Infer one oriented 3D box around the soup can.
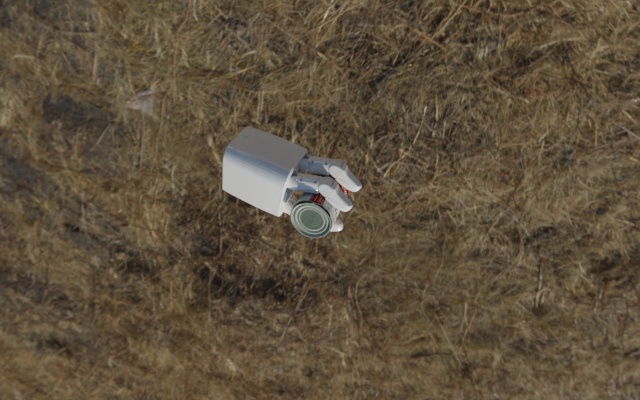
[{"bbox_3d":[0.000,0.003,0.747,0.068,0.068,0.102,0,33,21],"label":"soup can"}]
